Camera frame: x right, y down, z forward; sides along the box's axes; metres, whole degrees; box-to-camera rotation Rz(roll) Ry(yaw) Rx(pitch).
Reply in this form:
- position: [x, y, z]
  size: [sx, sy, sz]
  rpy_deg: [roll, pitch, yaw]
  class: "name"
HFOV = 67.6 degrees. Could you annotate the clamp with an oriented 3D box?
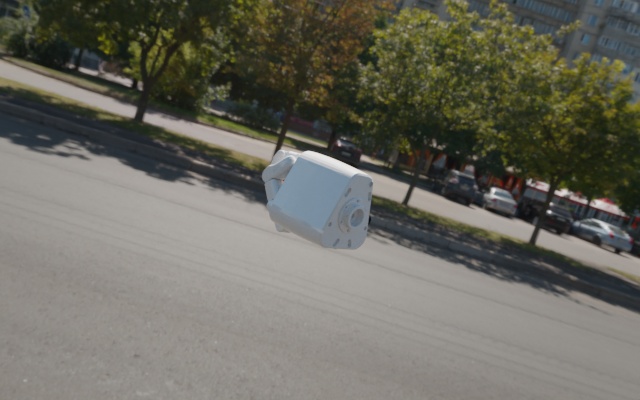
- position: [0.000, 0.002, 0.770]
  size: [0.171, 0.039, 0.120]
  rpy_deg: [10, 10, -46]
  class: "clamp"
